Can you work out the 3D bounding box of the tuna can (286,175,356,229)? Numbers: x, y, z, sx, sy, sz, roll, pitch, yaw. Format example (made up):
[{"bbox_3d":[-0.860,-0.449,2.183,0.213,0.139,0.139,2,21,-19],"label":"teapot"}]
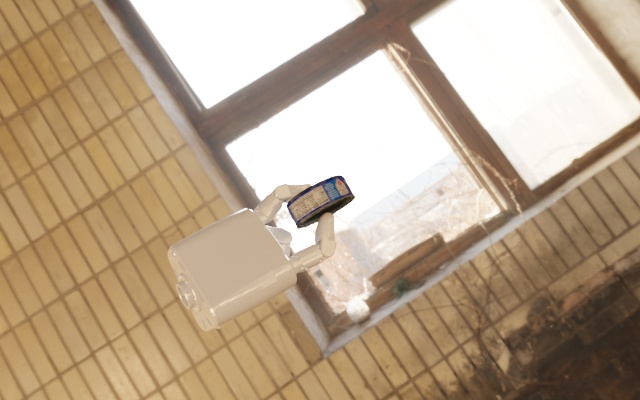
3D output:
[{"bbox_3d":[0.000,0.001,0.610,0.086,0.033,0.086,-28,-10,-5],"label":"tuna can"}]
